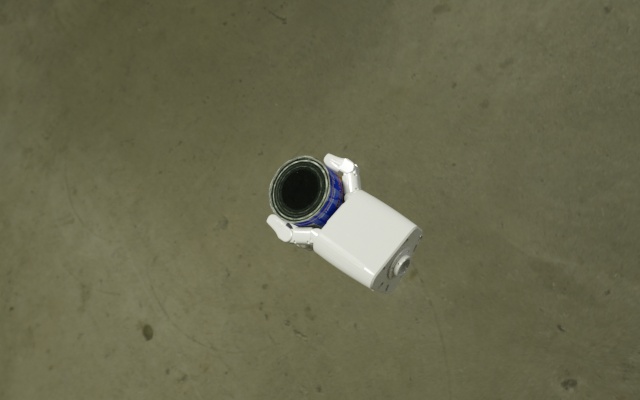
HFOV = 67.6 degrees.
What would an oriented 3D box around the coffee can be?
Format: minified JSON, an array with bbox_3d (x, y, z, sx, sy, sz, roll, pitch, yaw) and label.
[{"bbox_3d":[0.000,0.002,0.747,0.103,0.102,0.140,0,-16,28],"label":"coffee can"}]
